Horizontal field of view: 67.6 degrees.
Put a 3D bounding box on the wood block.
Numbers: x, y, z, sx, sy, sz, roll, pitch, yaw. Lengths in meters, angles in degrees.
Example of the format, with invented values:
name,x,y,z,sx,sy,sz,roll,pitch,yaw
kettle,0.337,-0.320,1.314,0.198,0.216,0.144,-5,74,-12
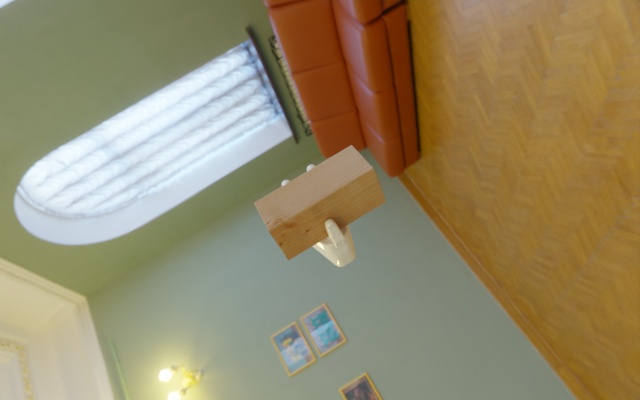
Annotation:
name,x,y,z,sx,sy,sz,roll,pitch,yaw
wood block,0.000,0.003,0.855,0.206,0.090,0.090,-31,43,-4
